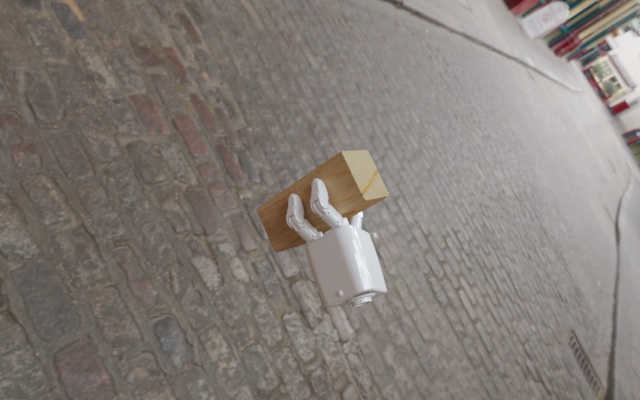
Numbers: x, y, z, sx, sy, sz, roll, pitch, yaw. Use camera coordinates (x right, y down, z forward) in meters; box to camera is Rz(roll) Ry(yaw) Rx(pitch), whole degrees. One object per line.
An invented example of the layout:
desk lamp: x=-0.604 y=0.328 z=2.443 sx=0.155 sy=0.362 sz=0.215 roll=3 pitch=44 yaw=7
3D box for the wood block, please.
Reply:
wood block: x=0.001 y=0.003 z=0.824 sx=0.206 sy=0.090 sz=0.091 roll=-32 pitch=-12 yaw=32
